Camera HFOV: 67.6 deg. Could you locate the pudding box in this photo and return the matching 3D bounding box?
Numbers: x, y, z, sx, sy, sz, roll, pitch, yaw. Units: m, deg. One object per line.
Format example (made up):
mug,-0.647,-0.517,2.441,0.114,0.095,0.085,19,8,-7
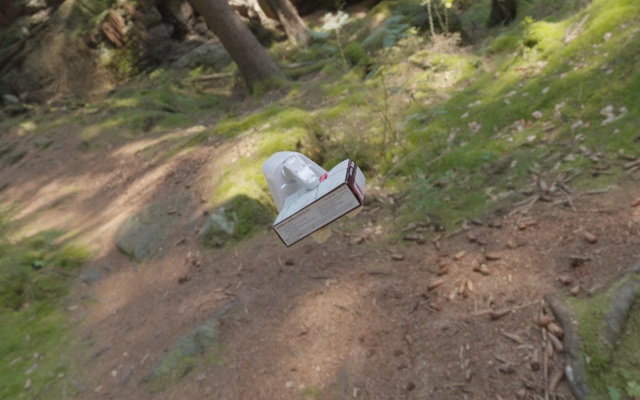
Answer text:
pudding box,0.000,0.002,0.597,0.113,0.039,0.090,-33,16,19
